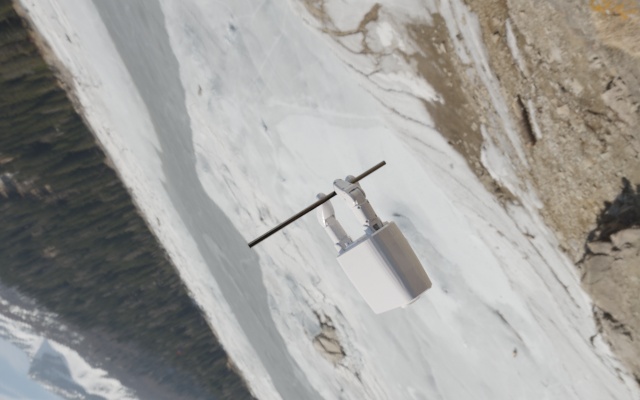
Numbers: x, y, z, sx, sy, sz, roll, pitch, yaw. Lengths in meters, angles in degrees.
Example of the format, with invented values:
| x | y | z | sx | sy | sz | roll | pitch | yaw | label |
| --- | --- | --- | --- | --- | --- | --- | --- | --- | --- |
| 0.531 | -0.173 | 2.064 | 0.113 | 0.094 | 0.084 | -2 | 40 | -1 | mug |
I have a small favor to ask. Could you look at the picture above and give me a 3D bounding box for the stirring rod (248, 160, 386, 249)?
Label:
| x | y | z | sx | sy | sz | roll | pitch | yaw | label |
| --- | --- | --- | --- | --- | --- | --- | --- | --- | --- |
| 0.000 | 0.002 | 0.687 | 0.239 | 0.011 | 0.011 | -32 | 11 | -18 | stirring rod |
